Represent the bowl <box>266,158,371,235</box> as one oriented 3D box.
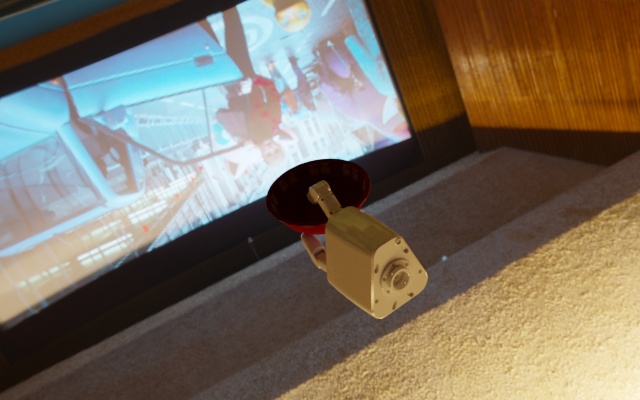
[{"bbox_3d":[0.000,0.002,0.742,0.162,0.055,0.162,-8,40,7],"label":"bowl"}]
